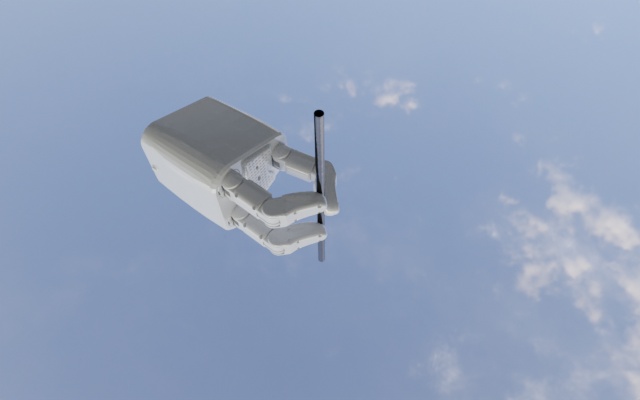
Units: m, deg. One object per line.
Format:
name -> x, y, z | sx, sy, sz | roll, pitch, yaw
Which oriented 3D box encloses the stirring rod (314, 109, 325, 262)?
stirring rod -> 0.000, 0.001, 0.458 | 0.011, 0.011, 0.240 | 0, -34, 1
